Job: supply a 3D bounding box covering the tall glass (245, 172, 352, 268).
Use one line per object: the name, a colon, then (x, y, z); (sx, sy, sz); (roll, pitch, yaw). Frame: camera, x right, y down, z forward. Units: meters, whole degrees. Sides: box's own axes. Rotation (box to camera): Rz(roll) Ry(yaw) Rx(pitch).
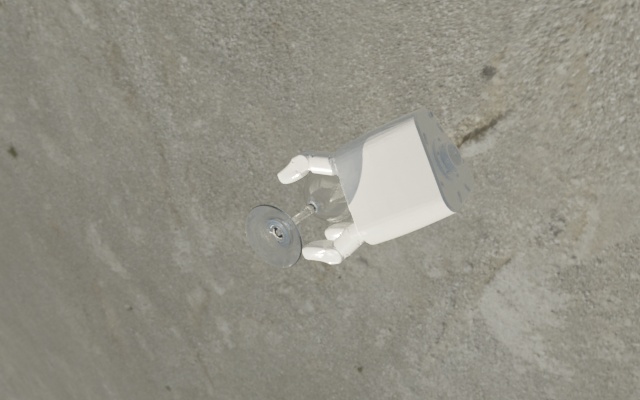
tall glass: (0.000, 0.002, 0.583); (0.079, 0.079, 0.201); (0, 22, 33)
